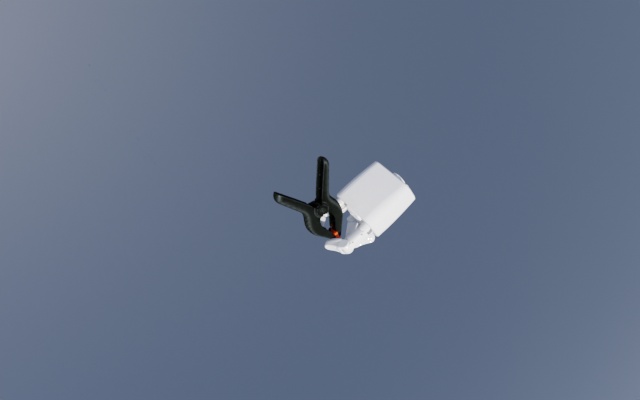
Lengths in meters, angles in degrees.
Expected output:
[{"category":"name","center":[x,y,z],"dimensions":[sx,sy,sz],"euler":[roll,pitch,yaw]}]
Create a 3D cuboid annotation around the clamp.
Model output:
[{"category":"clamp","center":[0.000,0.003,0.894],"dimensions":[0.171,0.120,0.039],"euler":[49,-3,-38]}]
